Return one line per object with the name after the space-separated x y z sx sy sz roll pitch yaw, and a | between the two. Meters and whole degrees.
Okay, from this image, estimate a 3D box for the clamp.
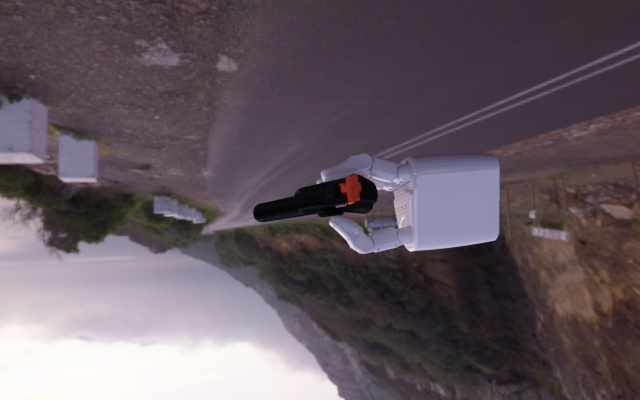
0.000 0.003 0.563 0.164 0.036 0.210 -6 -6 -6 | clamp
